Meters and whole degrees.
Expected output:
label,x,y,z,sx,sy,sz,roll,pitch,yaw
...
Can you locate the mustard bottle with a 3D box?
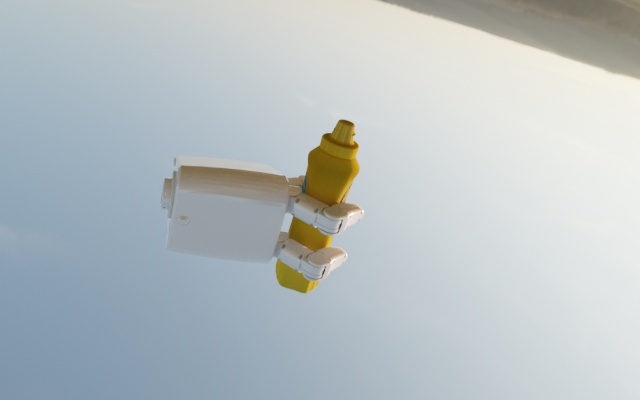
label,x,y,z,sx,sy,sz,roll,pitch,yaw
mustard bottle,0.000,0.002,0.531,0.058,0.192,0.096,18,25,2
